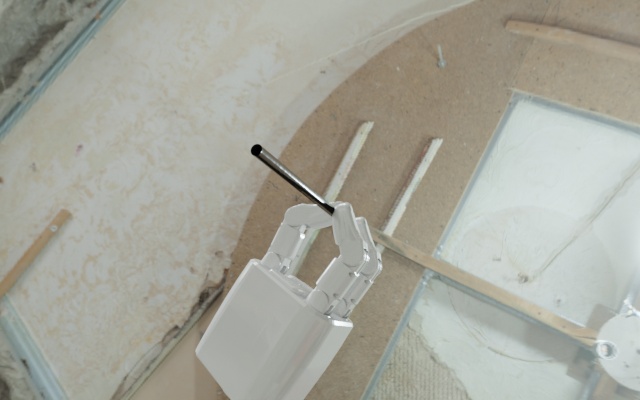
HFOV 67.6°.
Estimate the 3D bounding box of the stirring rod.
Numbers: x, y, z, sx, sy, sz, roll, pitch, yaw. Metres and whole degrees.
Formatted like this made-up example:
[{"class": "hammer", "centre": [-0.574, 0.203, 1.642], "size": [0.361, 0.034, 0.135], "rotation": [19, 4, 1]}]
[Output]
[{"class": "stirring rod", "centre": [0.000, 0.001, 0.403], "size": [0.011, 0.011, 0.239], "rotation": [0, -16, 20]}]
